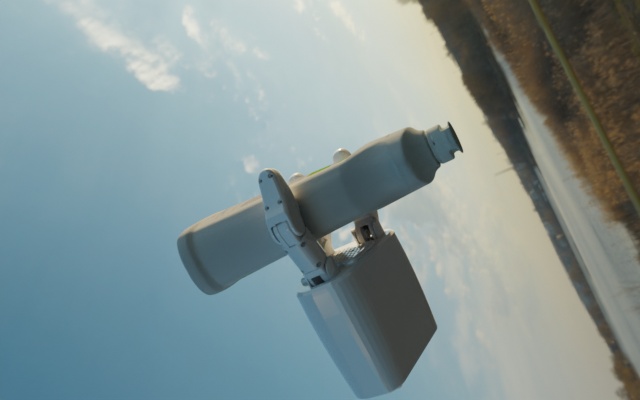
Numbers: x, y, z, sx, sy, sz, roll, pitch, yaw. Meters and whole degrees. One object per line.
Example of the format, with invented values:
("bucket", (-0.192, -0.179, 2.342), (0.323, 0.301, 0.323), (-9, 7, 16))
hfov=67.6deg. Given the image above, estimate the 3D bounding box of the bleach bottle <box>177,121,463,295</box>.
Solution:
("bleach bottle", (0.000, 0.001, 0.418), (0.251, 0.068, 0.102), (-25, 5, 23))
